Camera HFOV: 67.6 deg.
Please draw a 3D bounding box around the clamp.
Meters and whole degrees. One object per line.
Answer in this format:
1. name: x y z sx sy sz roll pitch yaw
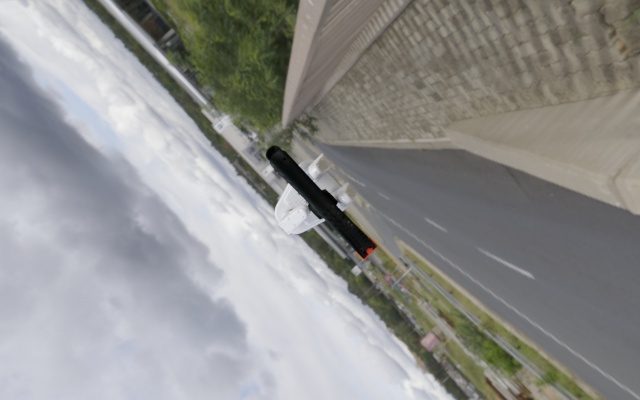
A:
1. clamp: 0.000 0.003 0.649 0.036 0.210 0.164 -44 5 1
